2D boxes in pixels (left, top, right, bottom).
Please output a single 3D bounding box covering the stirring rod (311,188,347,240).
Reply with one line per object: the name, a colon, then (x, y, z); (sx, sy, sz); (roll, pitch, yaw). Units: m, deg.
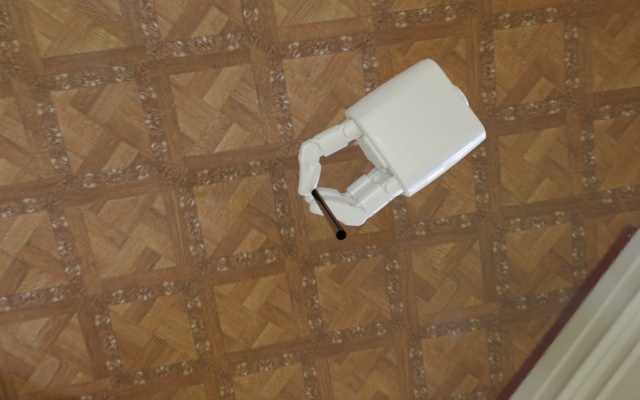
stirring rod: (0.000, 0.001, 0.473); (0.011, 0.011, 0.239); (0, 12, -8)
